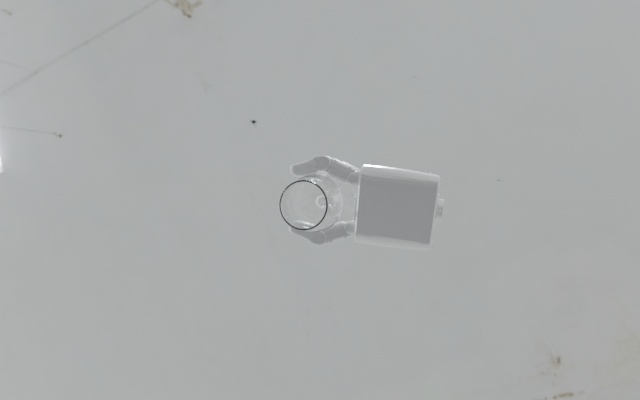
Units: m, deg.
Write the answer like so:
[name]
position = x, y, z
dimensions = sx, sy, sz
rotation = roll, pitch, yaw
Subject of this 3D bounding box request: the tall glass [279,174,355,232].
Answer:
[tall glass]
position = 0.000, 0.002, 0.680
dimensions = 0.079, 0.079, 0.201
rotation = 0, 2, 13
